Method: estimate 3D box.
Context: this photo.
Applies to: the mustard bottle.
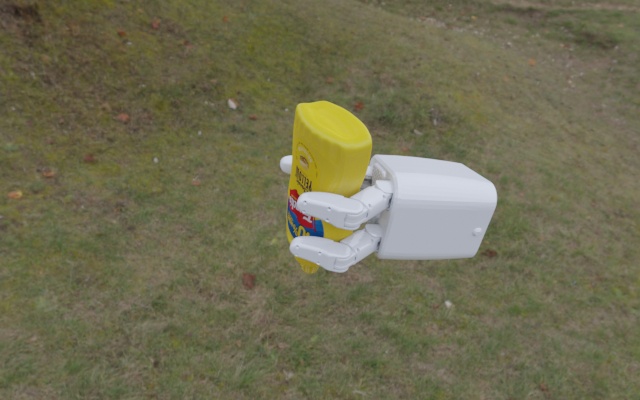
[{"bbox_3d":[0.000,0.001,0.499,0.058,0.192,0.096,-14,41,-29],"label":"mustard bottle"}]
